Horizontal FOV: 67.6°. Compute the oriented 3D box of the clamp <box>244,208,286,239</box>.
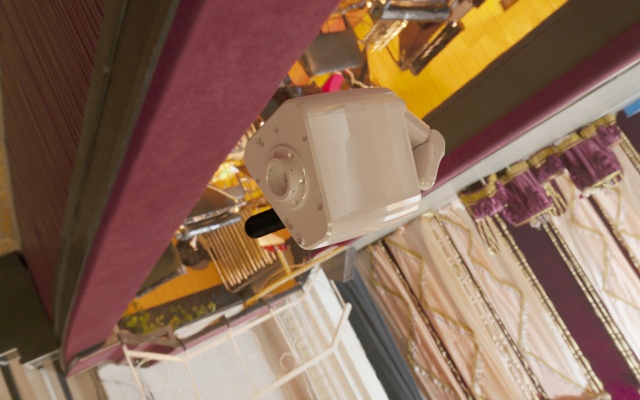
[{"bbox_3d":[0.000,0.002,0.502,0.120,0.039,0.171,-12,-18,-41],"label":"clamp"}]
